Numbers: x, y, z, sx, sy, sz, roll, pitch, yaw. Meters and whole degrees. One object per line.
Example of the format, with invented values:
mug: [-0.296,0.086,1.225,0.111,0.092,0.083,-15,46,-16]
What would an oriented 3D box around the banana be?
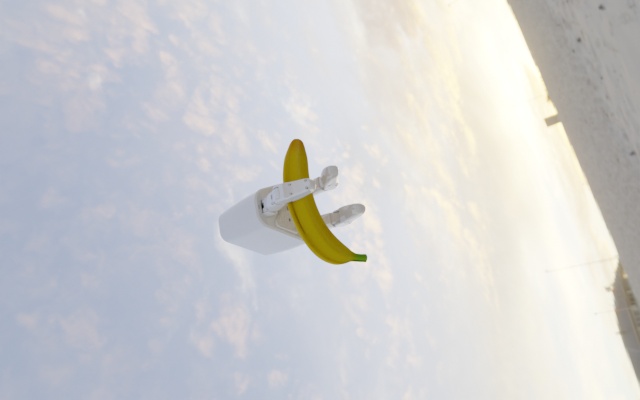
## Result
banana: [-0.011,0.012,0.652,0.069,0.198,0.037,-27,-2,-40]
